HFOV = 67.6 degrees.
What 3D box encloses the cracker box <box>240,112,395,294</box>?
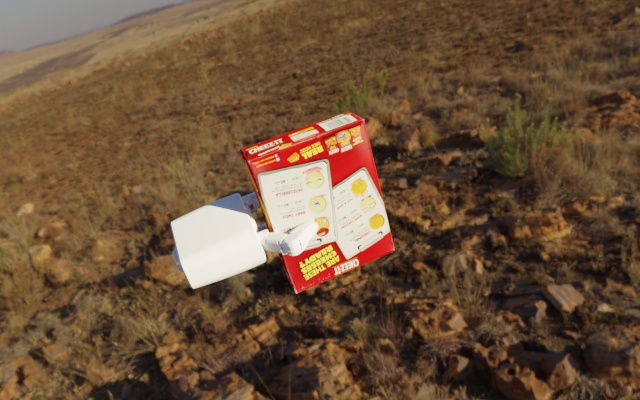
[{"bbox_3d":[0.000,0.002,0.679,0.164,0.214,0.072,-22,27,-10],"label":"cracker box"}]
